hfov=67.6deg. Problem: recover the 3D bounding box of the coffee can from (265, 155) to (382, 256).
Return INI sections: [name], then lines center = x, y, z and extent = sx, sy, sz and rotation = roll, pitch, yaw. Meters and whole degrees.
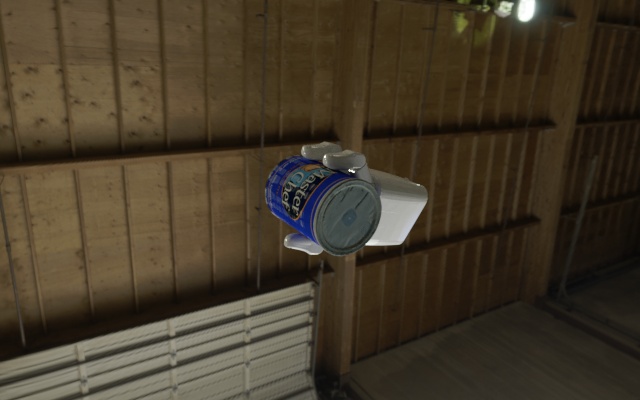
[coffee can]
center = 0.000, 0.002, 0.655
extent = 0.103, 0.103, 0.140
rotation = 0, 17, -35
